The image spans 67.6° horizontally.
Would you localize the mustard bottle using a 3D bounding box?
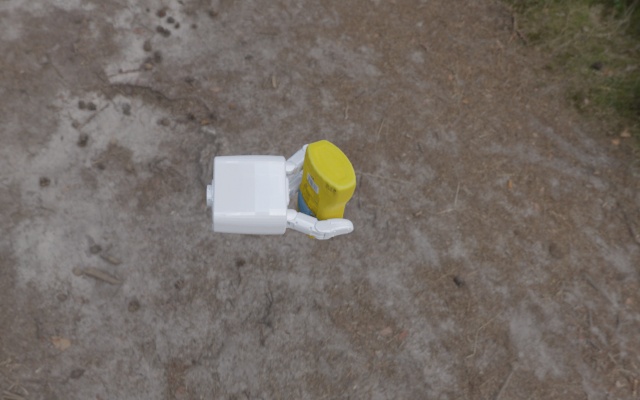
[{"bbox_3d":[0.000,0.002,0.754,0.058,0.096,0.192,-21,-30,-25],"label":"mustard bottle"}]
